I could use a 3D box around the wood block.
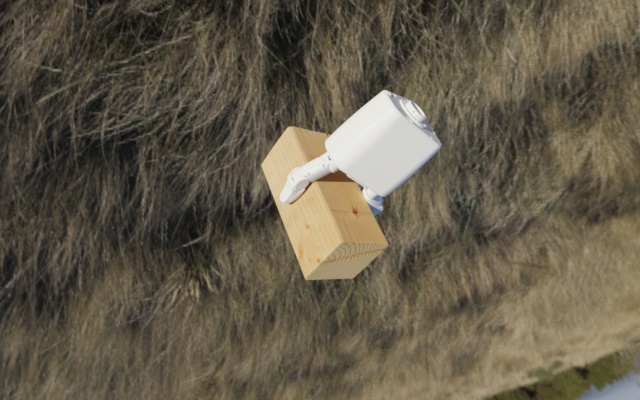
[{"bbox_3d":[0.000,0.002,0.690,0.091,0.206,0.090,6,-43,-40],"label":"wood block"}]
